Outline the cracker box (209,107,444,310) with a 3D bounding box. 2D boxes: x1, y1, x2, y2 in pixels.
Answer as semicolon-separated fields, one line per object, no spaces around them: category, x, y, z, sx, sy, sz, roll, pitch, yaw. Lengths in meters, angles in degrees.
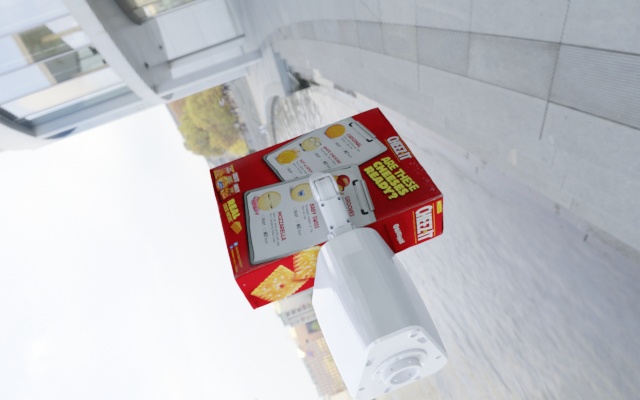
cracker box;0.000;0.002;0.521;0.213;0.164;0.072;-21;-43;-4
